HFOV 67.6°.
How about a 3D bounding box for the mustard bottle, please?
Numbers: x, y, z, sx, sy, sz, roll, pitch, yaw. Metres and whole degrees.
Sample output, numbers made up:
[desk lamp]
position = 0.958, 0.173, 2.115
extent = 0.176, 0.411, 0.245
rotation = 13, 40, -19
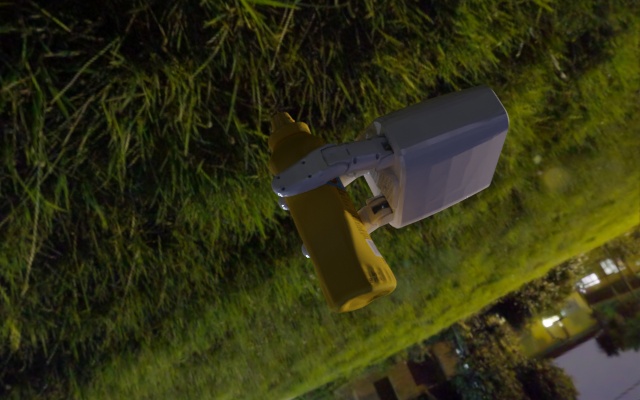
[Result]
[mustard bottle]
position = 0.000, 0.002, 0.426
extent = 0.058, 0.191, 0.096
rotation = -29, -19, 12
